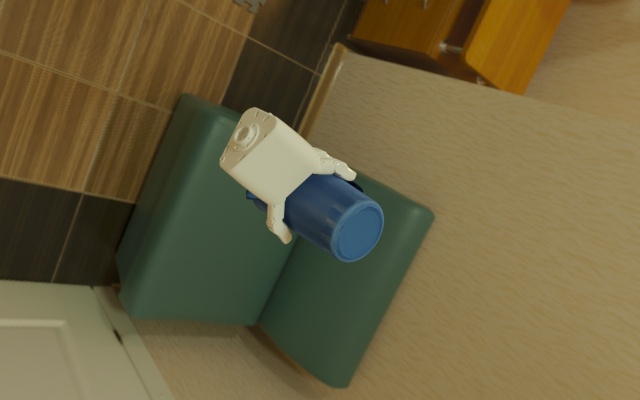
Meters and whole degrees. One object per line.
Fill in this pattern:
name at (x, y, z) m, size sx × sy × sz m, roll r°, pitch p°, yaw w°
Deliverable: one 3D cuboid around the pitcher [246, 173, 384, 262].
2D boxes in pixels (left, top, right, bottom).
pitcher at (0.000, 0.003, 0.825) m, size 0.242 × 0.149 × 0.145 m, roll 33°, pitch -7°, yaw 45°
